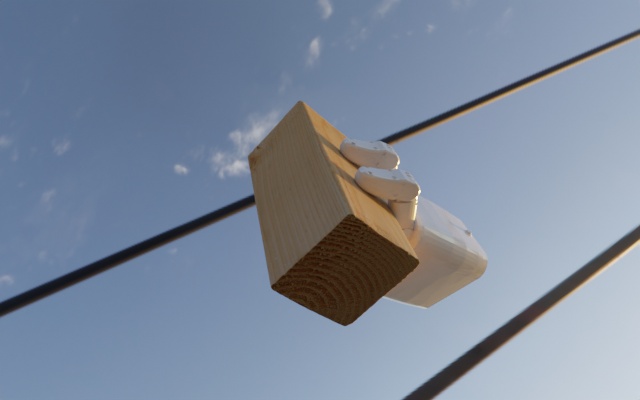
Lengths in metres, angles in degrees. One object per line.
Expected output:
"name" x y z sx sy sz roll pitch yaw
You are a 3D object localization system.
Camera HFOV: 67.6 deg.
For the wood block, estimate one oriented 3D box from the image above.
"wood block" 0.000 0.002 0.456 0.090 0.091 0.206 34 20 -31
